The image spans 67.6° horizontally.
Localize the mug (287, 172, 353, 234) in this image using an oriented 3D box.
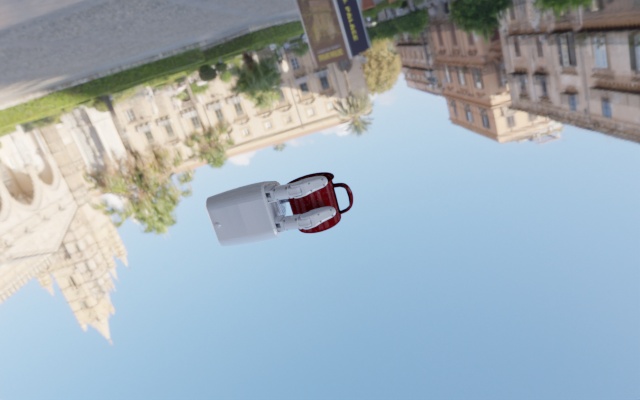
[{"bbox_3d":[0.002,0.003,0.826,0.117,0.081,0.093,-11,20,13],"label":"mug"}]
